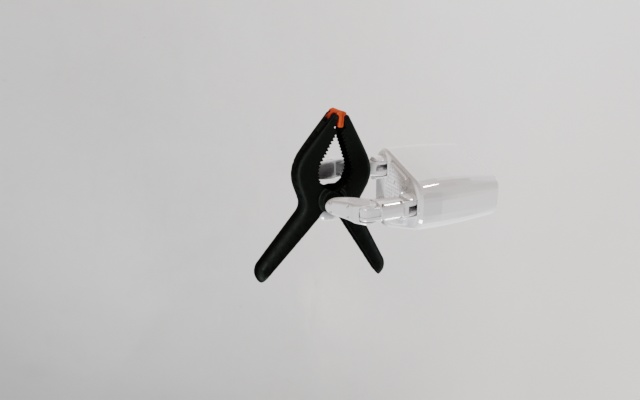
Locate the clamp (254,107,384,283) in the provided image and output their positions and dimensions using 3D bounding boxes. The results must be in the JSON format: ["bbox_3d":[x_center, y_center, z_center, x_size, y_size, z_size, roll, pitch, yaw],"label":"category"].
[{"bbox_3d":[0.001,0.001,0.548,0.164,0.210,0.036,-8,21,-19],"label":"clamp"}]
